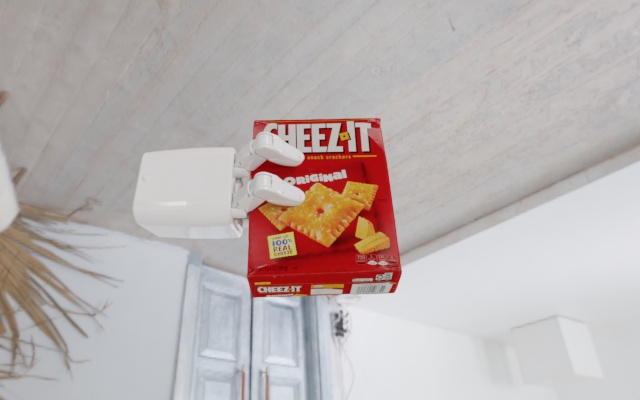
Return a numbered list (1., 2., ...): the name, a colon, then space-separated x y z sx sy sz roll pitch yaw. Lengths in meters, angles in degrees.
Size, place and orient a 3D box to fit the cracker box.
1. cracker box: 0.000 0.002 0.566 0.164 0.213 0.072 -1 -31 -3
